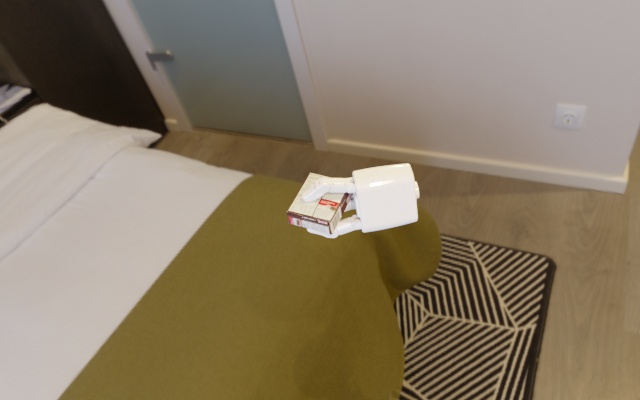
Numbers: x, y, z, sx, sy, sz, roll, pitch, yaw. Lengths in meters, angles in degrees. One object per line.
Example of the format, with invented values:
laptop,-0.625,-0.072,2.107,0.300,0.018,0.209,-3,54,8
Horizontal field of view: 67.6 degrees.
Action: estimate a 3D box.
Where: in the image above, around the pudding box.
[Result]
pudding box,0.000,0.003,0.897,0.090,0.039,0.113,13,49,20
